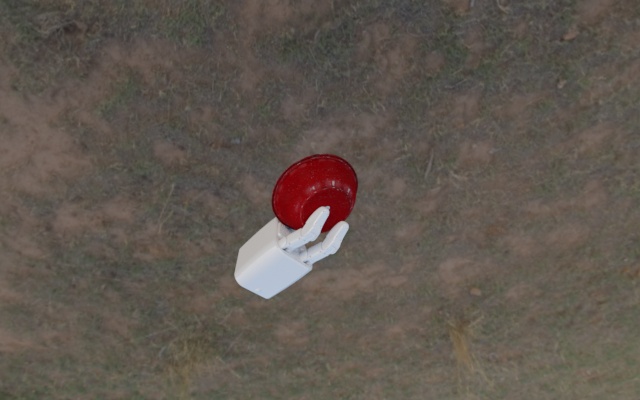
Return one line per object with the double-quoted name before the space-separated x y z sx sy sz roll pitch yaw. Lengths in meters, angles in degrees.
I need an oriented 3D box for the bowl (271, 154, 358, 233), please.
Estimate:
"bowl" 0.001 0.002 0.821 0.162 0.162 0.055 0 33 -24
